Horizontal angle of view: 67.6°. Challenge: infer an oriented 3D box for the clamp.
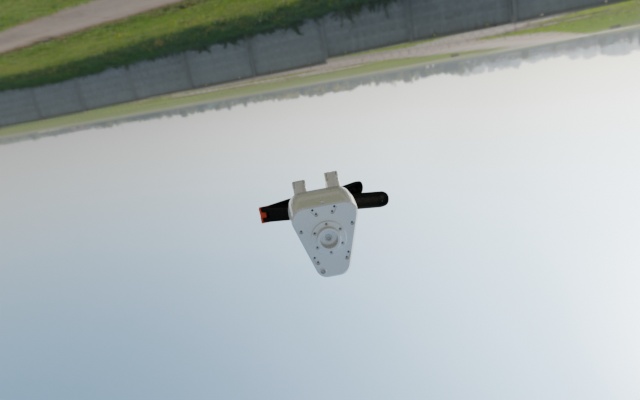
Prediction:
[{"bbox_3d":[0.000,0.004,0.826,0.210,0.036,0.164,-11,10,-2],"label":"clamp"}]
